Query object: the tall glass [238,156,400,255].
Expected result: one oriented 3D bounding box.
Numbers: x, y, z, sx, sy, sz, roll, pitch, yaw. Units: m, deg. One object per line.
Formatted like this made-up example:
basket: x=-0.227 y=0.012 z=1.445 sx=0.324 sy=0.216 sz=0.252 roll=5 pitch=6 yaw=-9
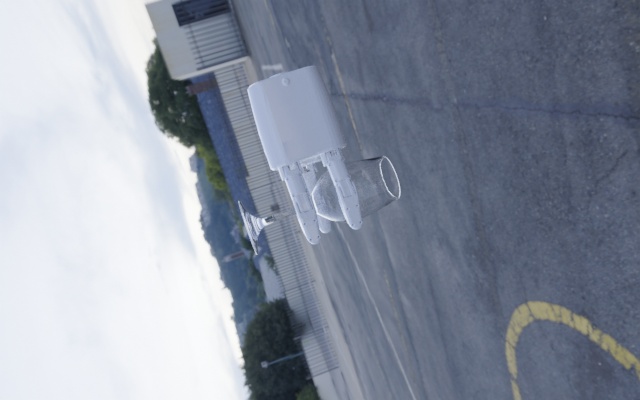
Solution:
tall glass: x=-0.001 y=0.002 z=0.624 sx=0.201 sy=0.079 sz=0.079 roll=-19 pitch=2 yaw=-7
